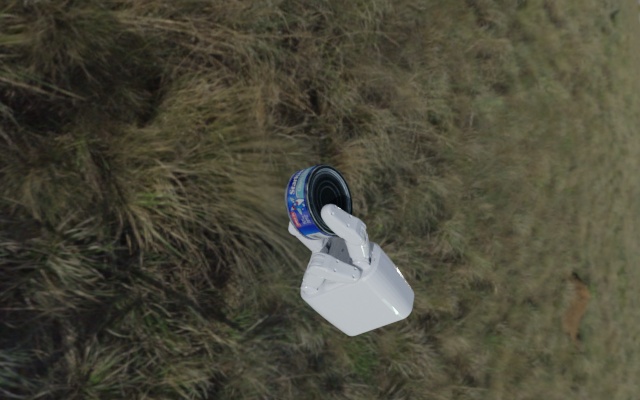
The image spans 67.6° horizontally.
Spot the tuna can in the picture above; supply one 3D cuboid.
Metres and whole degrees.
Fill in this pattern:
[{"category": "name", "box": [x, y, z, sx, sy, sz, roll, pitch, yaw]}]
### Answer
[{"category": "tuna can", "box": [0.000, 0.002, 0.556, 0.034, 0.086, 0.086, -13, -9, 39]}]
